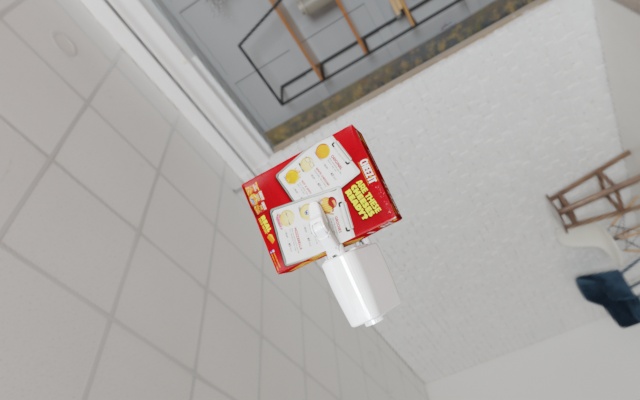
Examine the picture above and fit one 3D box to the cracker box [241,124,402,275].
[{"bbox_3d":[0.000,0.003,0.776,0.214,0.164,0.072,-27,-12,15],"label":"cracker box"}]
